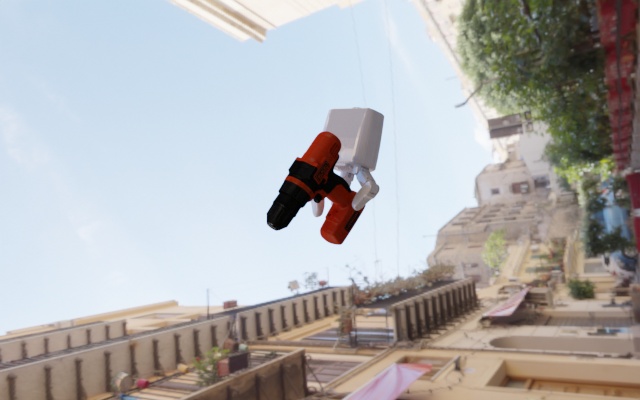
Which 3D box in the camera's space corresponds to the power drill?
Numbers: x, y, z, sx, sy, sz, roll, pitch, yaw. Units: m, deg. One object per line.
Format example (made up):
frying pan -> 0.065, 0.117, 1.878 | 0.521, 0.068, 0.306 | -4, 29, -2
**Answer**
power drill -> 0.000, 0.003, 0.814 | 0.057, 0.184, 0.188 | 24, -17, 35
